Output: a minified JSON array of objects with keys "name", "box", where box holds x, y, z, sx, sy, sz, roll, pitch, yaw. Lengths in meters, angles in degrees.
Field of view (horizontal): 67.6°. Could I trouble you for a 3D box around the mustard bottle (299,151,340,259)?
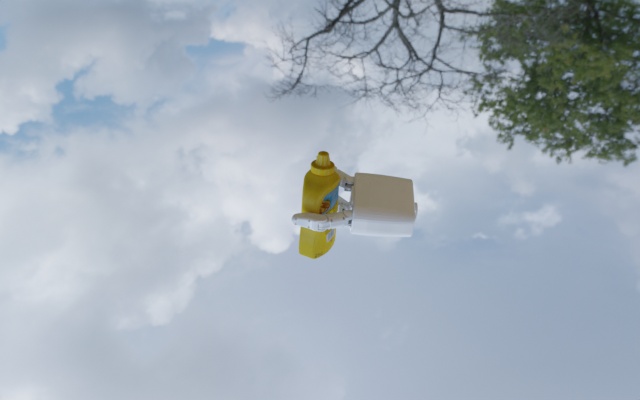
[{"name":"mustard bottle","box":[0.000,0.003,0.840,0.058,0.192,0.096,18,34,21]}]
